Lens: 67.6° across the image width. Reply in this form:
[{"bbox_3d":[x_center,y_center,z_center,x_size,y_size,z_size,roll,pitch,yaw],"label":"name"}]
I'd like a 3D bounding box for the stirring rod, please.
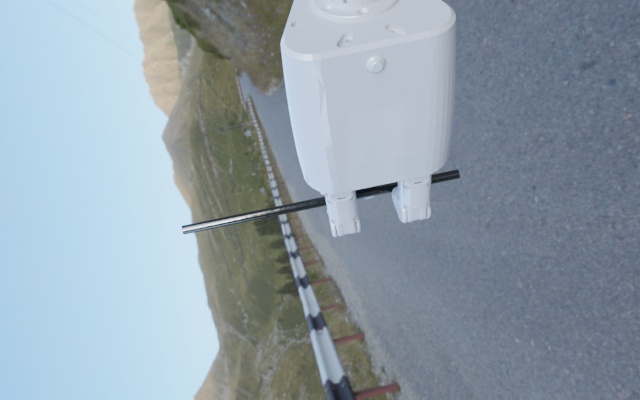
[{"bbox_3d":[0.000,0.001,0.409,0.239,0.011,0.011,-12,0,0],"label":"stirring rod"}]
